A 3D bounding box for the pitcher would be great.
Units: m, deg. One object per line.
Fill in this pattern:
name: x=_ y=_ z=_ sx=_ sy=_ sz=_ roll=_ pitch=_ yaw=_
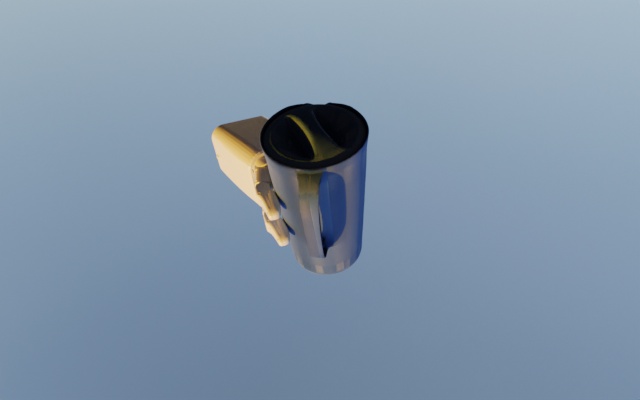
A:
pitcher: x=0.000 y=0.002 z=0.656 sx=0.149 sy=0.243 sz=0.145 roll=-36 pitch=53 yaw=-25
